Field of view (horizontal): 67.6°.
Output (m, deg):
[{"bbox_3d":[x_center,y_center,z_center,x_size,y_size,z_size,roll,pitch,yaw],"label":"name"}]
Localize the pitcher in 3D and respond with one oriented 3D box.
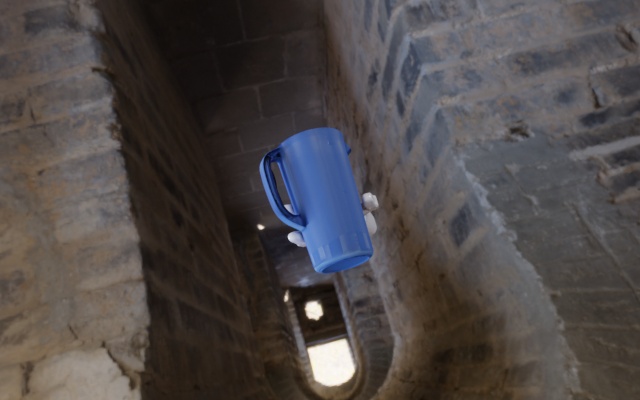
[{"bbox_3d":[0.000,0.003,0.857,0.149,0.242,0.145,-22,-19,15],"label":"pitcher"}]
